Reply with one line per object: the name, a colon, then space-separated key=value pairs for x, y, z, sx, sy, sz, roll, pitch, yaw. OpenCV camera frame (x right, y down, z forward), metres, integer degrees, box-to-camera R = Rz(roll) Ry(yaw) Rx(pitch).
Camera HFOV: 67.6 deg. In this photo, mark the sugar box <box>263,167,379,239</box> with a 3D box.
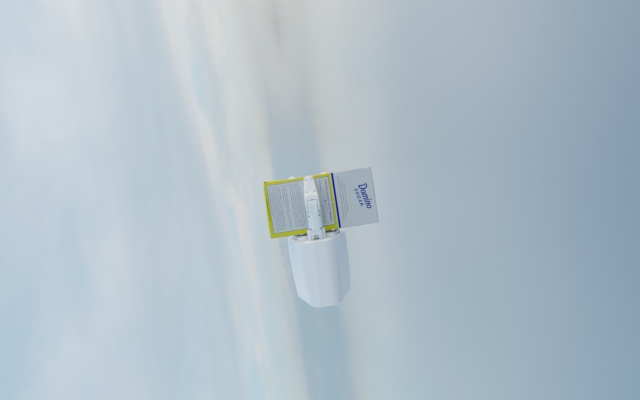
sugar box: x=0.000 y=0.003 z=0.777 sx=0.176 sy=0.093 sz=0.048 roll=-8 pitch=3 yaw=-2
